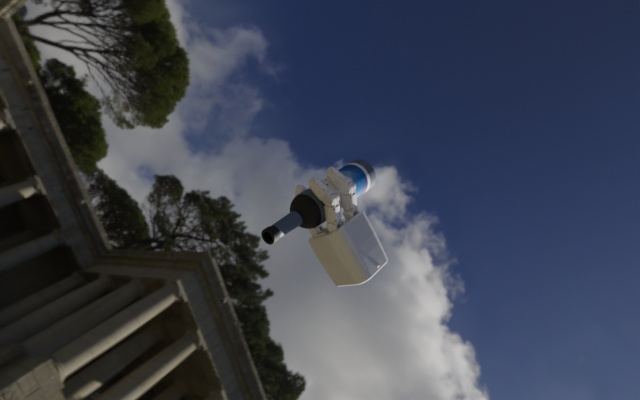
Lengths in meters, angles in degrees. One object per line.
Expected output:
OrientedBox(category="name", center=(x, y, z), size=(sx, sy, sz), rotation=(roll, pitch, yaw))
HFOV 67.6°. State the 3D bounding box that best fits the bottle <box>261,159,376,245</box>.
OrientedBox(category="bottle", center=(0.000, 0.003, 0.865), size=(0.069, 0.069, 0.295), rotation=(0, 22, 38))
